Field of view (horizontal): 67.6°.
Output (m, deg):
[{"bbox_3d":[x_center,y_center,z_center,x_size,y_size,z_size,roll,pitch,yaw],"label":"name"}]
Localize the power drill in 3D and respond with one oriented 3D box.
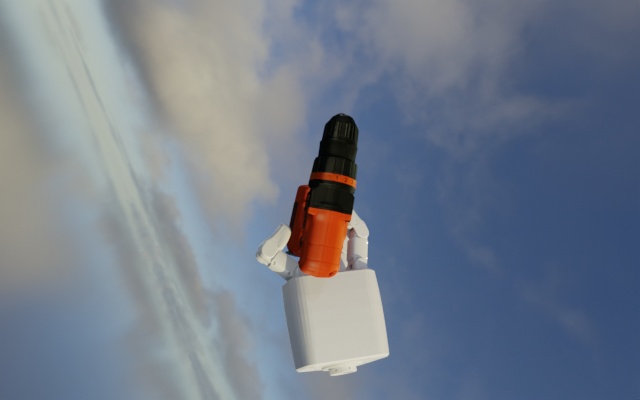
[{"bbox_3d":[0.000,0.002,0.594,0.057,0.184,0.188,12,-9,-5],"label":"power drill"}]
